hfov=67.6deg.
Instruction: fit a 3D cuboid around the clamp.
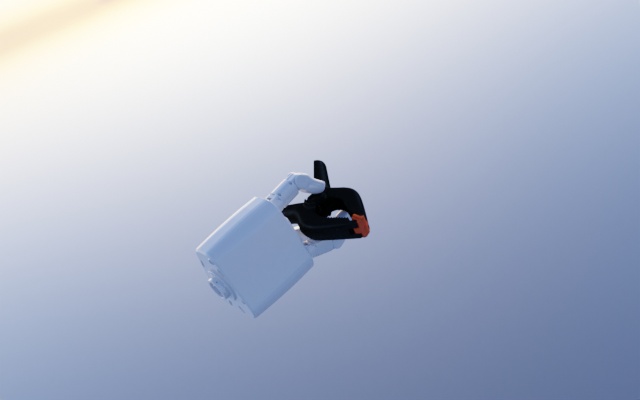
[{"bbox_3d":[0.000,0.002,0.677,0.210,0.036,0.164,14,49,47],"label":"clamp"}]
